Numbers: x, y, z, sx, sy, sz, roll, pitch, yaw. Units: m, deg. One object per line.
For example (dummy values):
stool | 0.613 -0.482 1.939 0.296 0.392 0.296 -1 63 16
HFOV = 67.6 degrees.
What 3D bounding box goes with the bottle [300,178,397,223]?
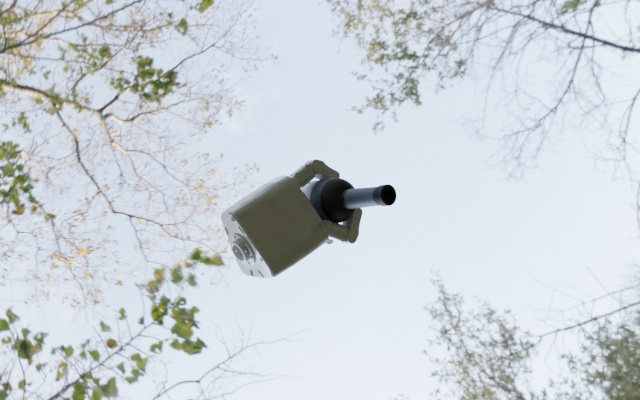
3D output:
bottle | 0.000 0.002 0.723 0.069 0.069 0.296 0 -4 -36
